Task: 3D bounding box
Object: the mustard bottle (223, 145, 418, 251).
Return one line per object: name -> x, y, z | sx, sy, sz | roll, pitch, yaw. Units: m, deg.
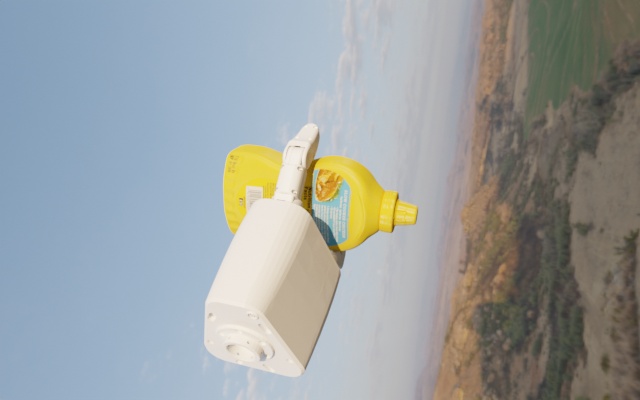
mustard bottle -> 0.000, 0.001, 0.479 | 0.191, 0.096, 0.058 | 8, 21, 15
